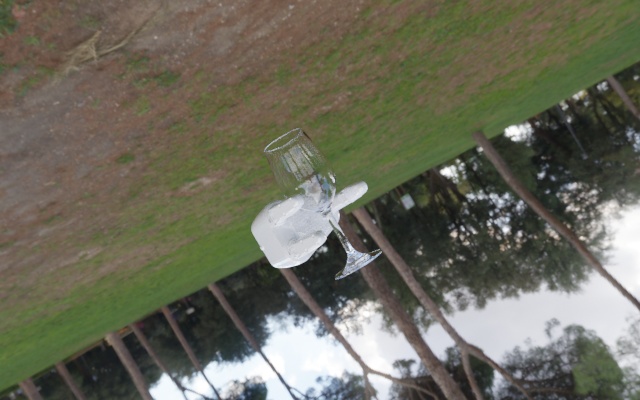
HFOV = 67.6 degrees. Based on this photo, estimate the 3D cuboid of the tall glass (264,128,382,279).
[{"bbox_3d":[0.001,0.003,0.652,0.079,0.201,0.079,-31,-1,-1],"label":"tall glass"}]
